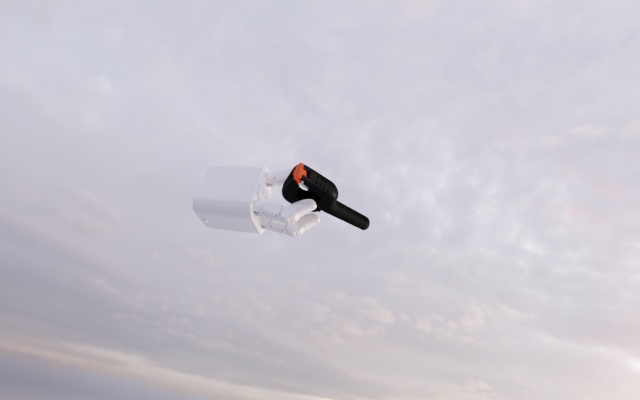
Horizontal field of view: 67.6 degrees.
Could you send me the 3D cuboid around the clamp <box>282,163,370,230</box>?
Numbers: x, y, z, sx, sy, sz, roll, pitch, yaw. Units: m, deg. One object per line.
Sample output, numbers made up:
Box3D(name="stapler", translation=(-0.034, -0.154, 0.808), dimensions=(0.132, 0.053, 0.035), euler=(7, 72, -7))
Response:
Box3D(name="clamp", translation=(0.000, 0.002, 0.817), dimensions=(0.164, 0.036, 0.210), euler=(3, -27, 9))
